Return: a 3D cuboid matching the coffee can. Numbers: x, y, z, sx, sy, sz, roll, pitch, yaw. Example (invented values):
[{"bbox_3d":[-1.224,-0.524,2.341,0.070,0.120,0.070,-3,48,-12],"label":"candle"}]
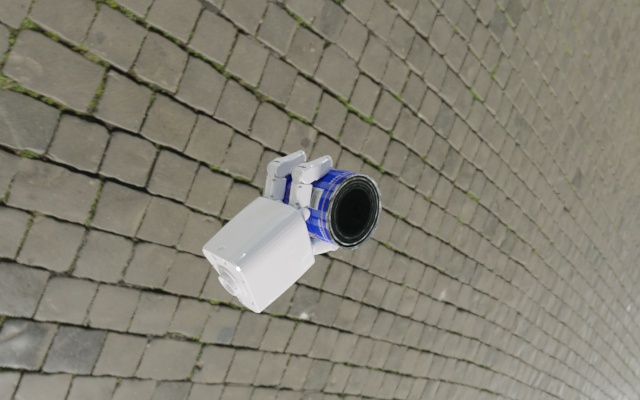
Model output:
[{"bbox_3d":[0.000,0.002,0.672,0.103,0.103,0.140,0,11,-43],"label":"coffee can"}]
